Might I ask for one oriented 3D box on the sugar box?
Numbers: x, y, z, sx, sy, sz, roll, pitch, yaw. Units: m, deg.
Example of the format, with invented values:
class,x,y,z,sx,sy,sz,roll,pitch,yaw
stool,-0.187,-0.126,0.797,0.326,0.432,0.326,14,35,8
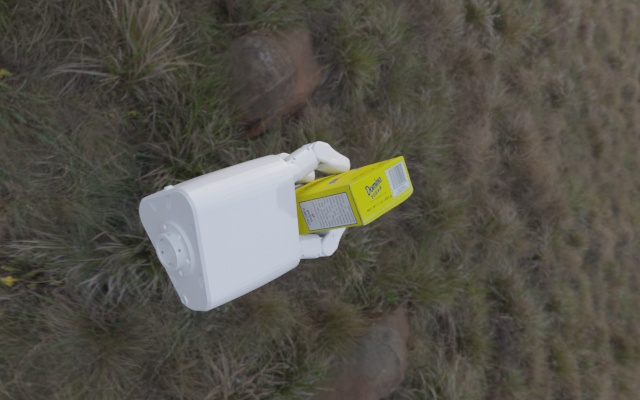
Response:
class,x,y,z,sx,sy,sz,roll,pitch,yaw
sugar box,0.000,0.001,0.507,0.176,0.048,0.093,-9,13,44
